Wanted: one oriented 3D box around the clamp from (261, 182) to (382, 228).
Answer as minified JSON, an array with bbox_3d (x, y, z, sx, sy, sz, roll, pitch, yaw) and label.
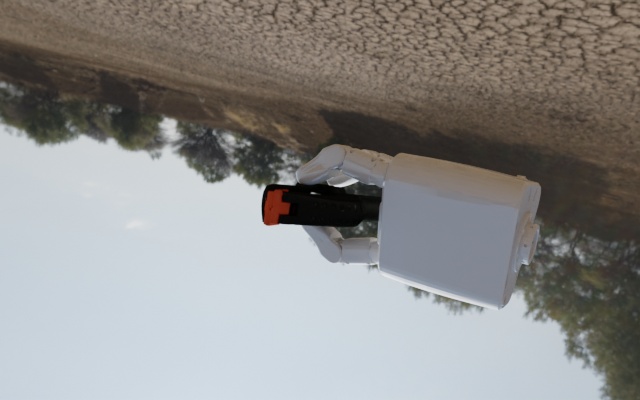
[{"bbox_3d":[0.000,0.002,0.461,0.164,0.036,0.210,12,7,32],"label":"clamp"}]
